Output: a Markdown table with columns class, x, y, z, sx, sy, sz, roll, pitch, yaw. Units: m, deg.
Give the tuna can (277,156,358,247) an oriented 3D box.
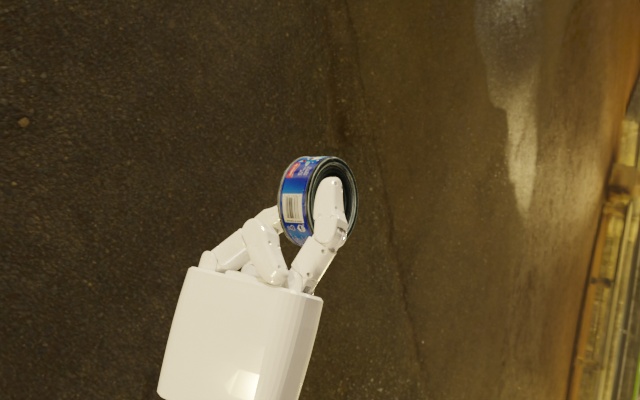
| class | x | y | z | sx | sy | sz | roll | pitch | yaw |
| --- | --- | --- | --- | --- | --- | --- | --- | --- | --- |
| tuna can | 0.001 | 0.001 | 0.442 | 0.034 | 0.086 | 0.086 | 1 | 1 | 35 |
